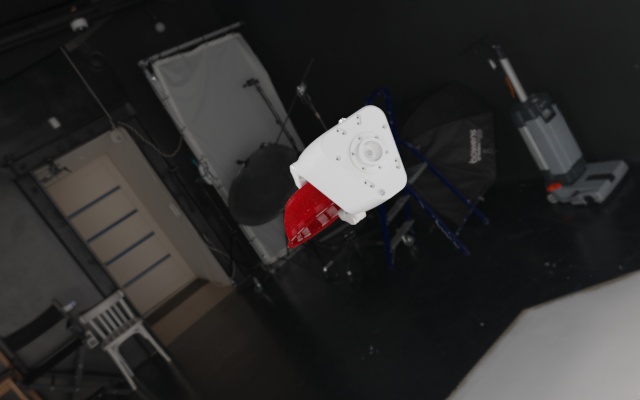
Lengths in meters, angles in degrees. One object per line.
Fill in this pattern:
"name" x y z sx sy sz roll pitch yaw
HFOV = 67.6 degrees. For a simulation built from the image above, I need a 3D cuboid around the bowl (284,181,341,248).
"bowl" -0.001 0.003 0.725 0.162 0.055 0.162 -38 -10 -8
